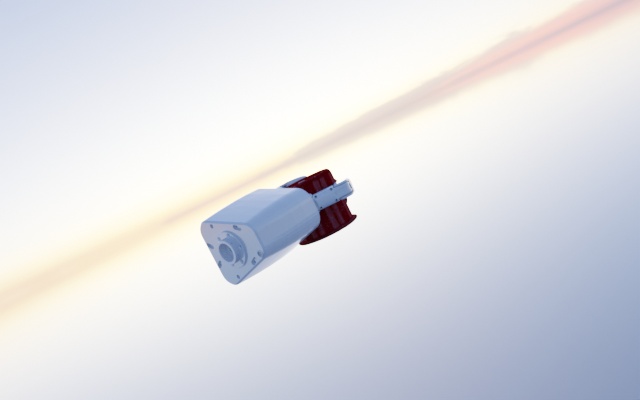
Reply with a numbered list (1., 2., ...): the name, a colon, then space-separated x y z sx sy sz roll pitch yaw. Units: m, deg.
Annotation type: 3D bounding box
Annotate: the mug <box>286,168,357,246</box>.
1. mug: 0.001 0.001 0.687 0.093 0.081 0.117 -21 9 42
